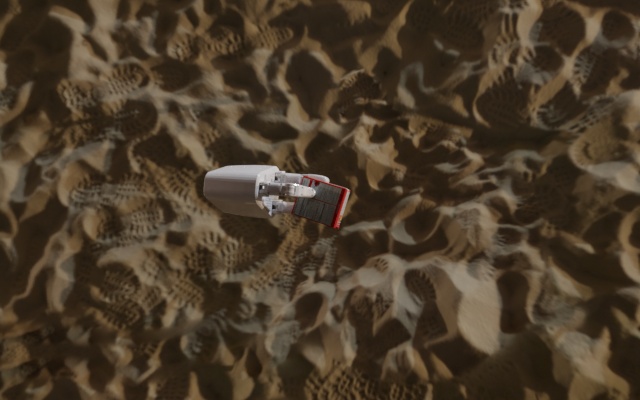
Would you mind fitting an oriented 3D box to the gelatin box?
[{"bbox_3d":[0.000,0.003,0.855,0.089,0.073,0.030,17,0,20],"label":"gelatin box"}]
